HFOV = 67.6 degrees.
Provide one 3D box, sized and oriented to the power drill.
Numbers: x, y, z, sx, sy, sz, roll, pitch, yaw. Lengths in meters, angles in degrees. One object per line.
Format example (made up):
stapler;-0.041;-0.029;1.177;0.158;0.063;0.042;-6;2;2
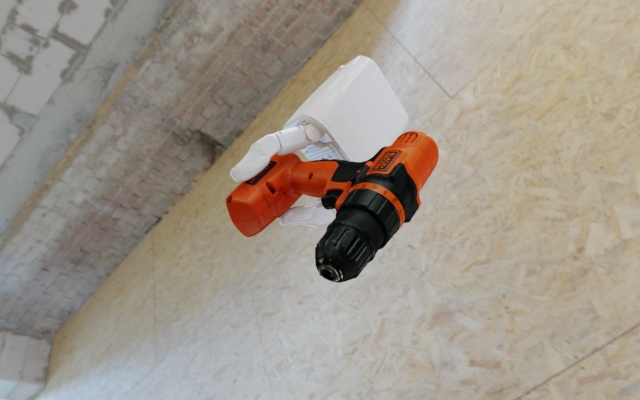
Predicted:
power drill;0.000;0.001;0.452;0.187;0.057;0.184;1;35;39
